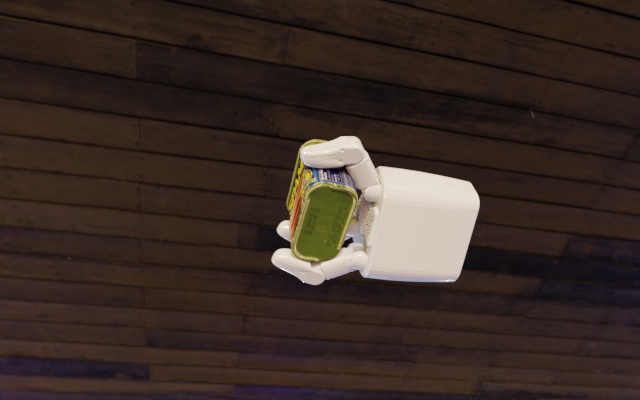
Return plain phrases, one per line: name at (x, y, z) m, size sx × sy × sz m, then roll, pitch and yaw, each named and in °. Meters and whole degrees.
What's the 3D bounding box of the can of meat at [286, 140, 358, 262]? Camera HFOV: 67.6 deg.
can of meat at (0.000, 0.002, 0.501) m, size 0.057 × 0.102 × 0.084 m, roll 9°, pitch 34°, yaw -12°
